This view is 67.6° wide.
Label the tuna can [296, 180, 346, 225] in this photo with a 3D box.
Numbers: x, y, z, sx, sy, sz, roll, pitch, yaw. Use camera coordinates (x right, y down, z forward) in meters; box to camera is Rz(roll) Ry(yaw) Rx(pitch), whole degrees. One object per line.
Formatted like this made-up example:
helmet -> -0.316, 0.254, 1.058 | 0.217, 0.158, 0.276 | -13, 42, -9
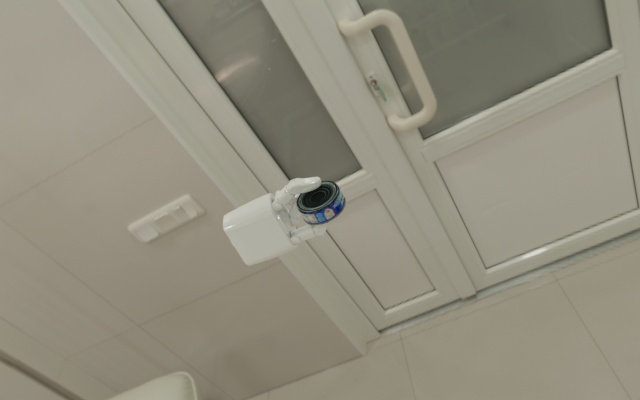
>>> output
tuna can -> 0.000, 0.002, 0.864 | 0.086, 0.034, 0.086 | -18, 36, 14
